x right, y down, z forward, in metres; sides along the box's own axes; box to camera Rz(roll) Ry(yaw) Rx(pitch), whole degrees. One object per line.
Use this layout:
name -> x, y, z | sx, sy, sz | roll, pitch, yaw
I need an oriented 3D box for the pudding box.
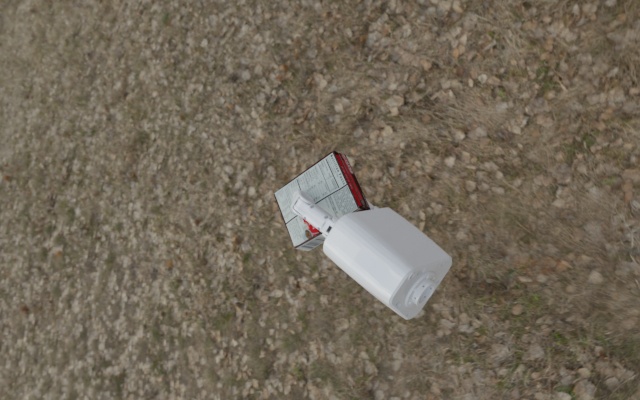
pudding box -> 0.000, 0.002, 0.628 | 0.113, 0.090, 0.039 | -32, -24, 24
